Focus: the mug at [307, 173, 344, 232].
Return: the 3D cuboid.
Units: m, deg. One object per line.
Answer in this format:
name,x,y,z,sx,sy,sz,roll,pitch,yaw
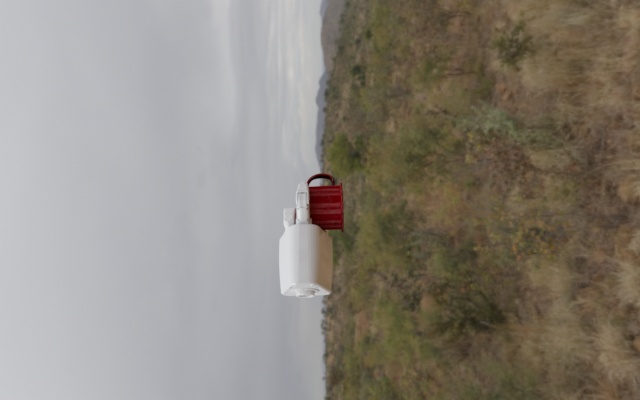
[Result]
mug,0.000,0.002,0.891,0.081,0.117,0.093,-2,-21,1
